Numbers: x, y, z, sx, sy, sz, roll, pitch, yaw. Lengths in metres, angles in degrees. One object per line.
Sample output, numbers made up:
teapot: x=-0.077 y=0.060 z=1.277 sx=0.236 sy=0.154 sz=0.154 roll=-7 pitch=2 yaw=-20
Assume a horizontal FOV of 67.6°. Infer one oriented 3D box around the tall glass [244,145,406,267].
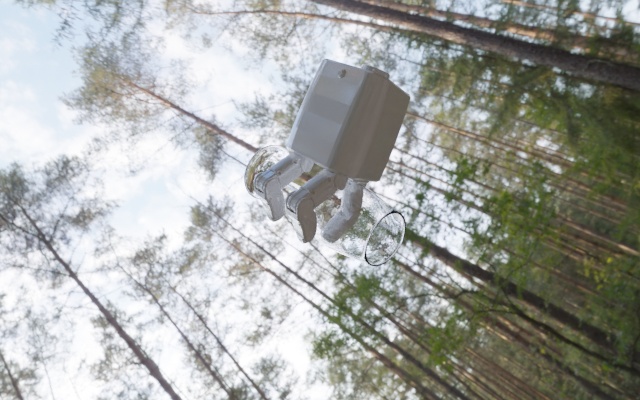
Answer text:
tall glass: x=0.000 y=0.002 z=0.544 sx=0.079 sy=0.079 sz=0.201 roll=0 pitch=23 yaw=-46
